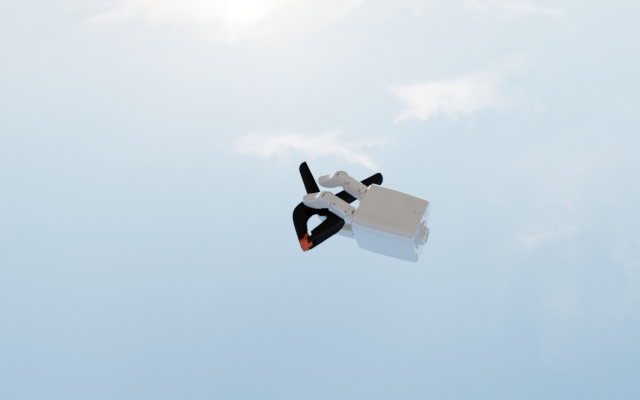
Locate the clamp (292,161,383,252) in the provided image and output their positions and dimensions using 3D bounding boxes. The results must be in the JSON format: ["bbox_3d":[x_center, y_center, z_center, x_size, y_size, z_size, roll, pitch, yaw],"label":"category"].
[{"bbox_3d":[0.000,0.004,0.848,0.164,0.036,0.210,15,47,23],"label":"clamp"}]
